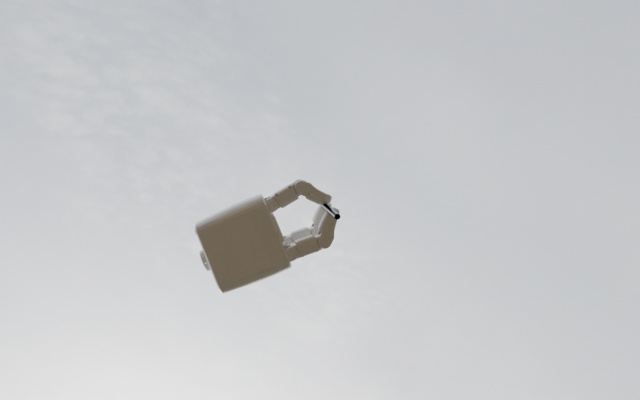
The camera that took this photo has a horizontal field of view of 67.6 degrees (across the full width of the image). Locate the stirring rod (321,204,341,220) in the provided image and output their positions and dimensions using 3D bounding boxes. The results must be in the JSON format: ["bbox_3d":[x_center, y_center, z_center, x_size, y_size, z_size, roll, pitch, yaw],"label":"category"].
[{"bbox_3d":[0.000,0.002,0.734,0.011,0.011,0.239,0,9,-11],"label":"stirring rod"}]
